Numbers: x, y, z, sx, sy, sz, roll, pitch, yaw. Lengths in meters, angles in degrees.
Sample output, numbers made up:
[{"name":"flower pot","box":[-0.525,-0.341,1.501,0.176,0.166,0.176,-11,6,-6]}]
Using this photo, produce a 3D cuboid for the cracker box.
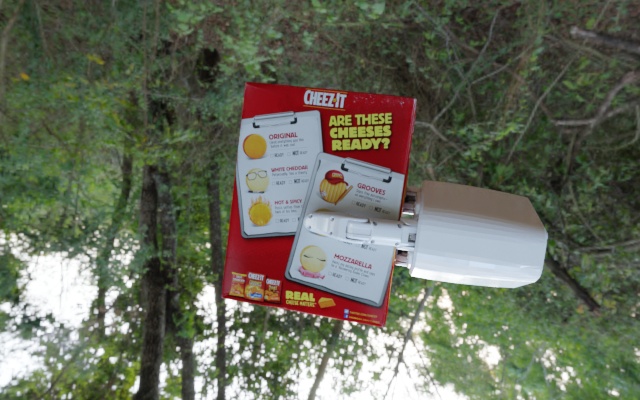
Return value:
[{"name":"cracker box","box":[0.000,0.002,0.477,0.164,0.214,0.072,8,4,10]}]
